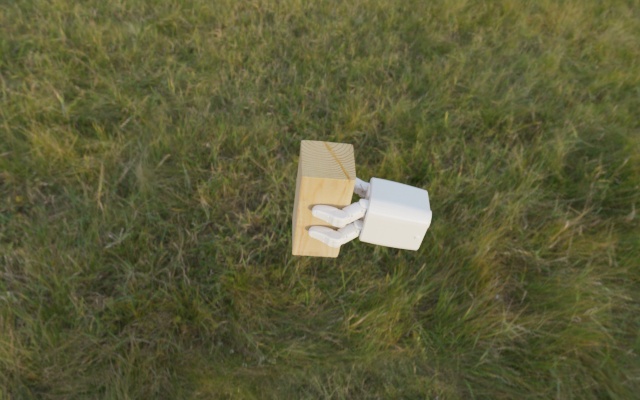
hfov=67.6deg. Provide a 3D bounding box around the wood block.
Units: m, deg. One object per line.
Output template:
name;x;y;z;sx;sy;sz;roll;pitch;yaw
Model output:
wood block;0.001;0.002;0.852;0.090;0.090;0.206;4;-43;-6
